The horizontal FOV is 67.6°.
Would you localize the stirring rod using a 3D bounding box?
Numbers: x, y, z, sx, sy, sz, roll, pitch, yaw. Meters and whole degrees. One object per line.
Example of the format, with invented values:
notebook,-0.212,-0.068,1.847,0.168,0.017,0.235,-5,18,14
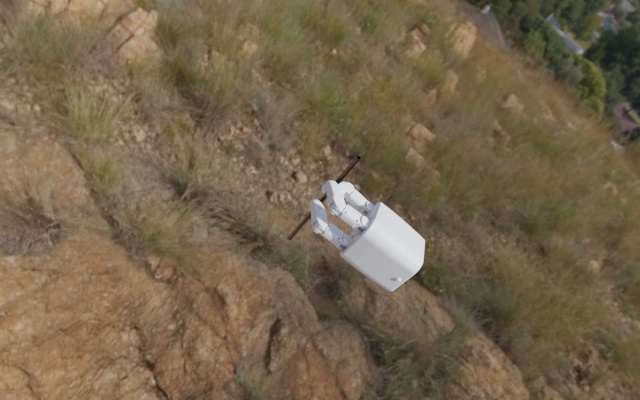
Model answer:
stirring rod,0.000,0.003,0.810,0.011,0.011,0.240,0,-35,-36
